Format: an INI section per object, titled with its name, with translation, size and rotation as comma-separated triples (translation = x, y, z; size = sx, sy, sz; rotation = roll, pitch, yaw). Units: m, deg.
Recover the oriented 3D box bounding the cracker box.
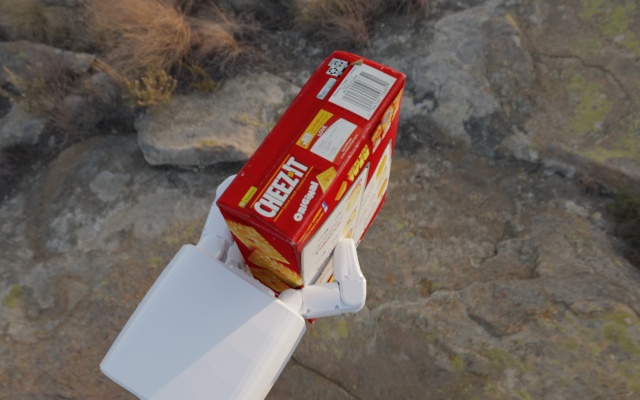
[cracker box]
translation = 0.000, 0.001, 0.430
size = 0.072, 0.164, 0.214
rotation = 27, -23, 15
